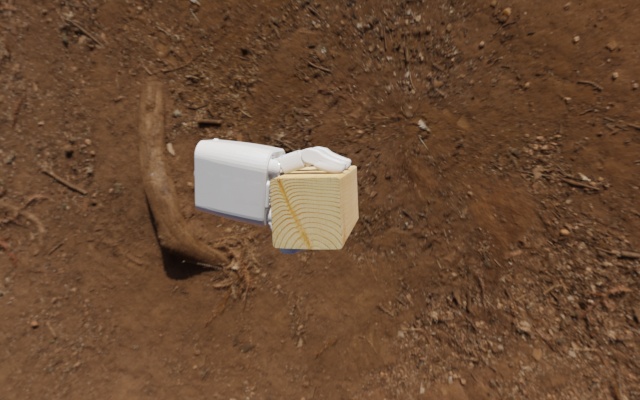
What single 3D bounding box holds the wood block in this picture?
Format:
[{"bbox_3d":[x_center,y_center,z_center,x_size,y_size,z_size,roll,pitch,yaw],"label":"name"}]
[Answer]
[{"bbox_3d":[0.000,0.003,0.683,0.090,0.091,0.206,0,8,10],"label":"wood block"}]
